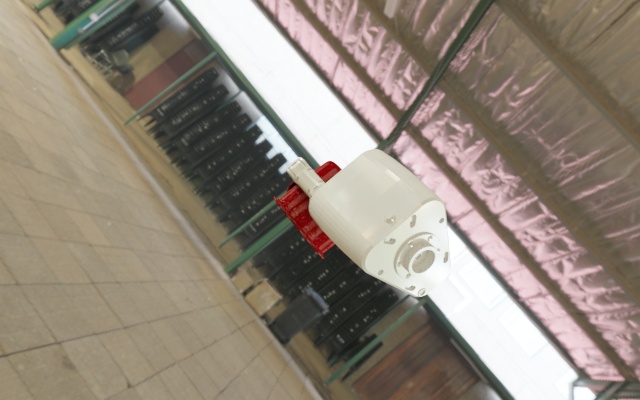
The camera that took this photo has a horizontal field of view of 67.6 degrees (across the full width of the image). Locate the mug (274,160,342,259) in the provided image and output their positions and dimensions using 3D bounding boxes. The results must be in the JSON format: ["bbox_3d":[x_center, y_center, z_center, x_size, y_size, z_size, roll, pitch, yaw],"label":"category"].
[{"bbox_3d":[0.000,0.001,0.572,0.093,0.081,0.117,53,-4,-39],"label":"mug"}]
